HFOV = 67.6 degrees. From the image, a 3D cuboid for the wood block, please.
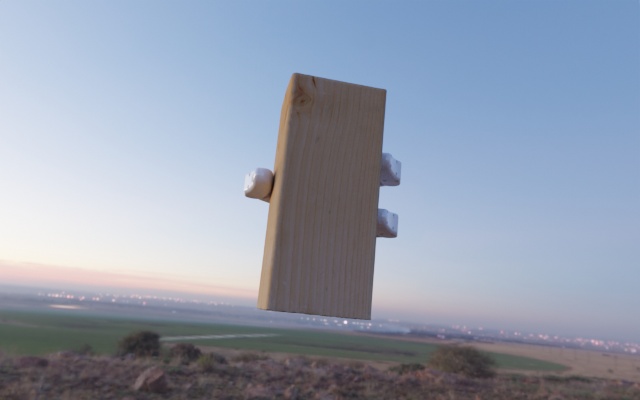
[{"bbox_3d":[0.000,0.001,0.447,0.091,0.206,0.090,8,-13,-11],"label":"wood block"}]
